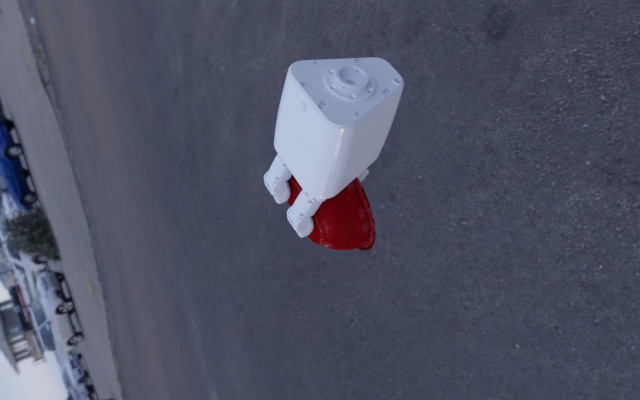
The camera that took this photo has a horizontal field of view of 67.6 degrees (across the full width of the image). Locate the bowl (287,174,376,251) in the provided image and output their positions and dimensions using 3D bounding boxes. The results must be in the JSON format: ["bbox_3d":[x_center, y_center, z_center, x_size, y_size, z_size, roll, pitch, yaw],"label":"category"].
[{"bbox_3d":[0.000,0.003,0.593,0.055,0.162,0.162,-27,9,-17],"label":"bowl"}]
